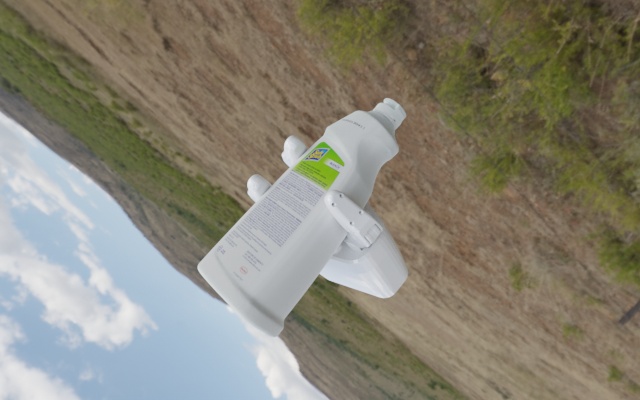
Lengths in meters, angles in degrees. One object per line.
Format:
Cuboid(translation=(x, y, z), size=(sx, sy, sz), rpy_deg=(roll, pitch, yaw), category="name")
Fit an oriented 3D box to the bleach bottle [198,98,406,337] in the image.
Cuboid(translation=(0.000, 0.001, 0.463), size=(0.102, 0.251, 0.068), rpy_deg=(33, -12, 40), category="bleach bottle")
